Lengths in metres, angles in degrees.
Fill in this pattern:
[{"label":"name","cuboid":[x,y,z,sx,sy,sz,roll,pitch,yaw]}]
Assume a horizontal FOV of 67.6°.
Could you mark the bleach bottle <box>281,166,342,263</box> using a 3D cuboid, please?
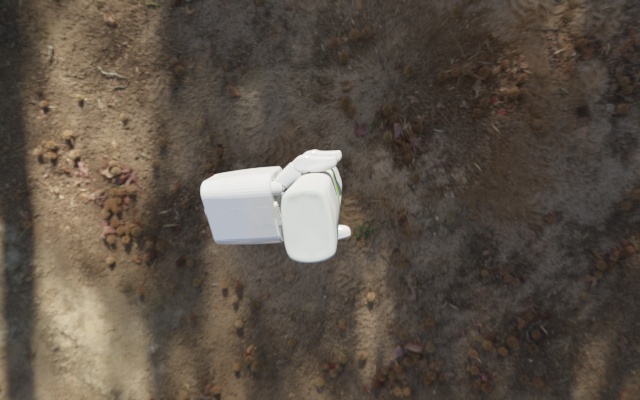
[{"label":"bleach bottle","cuboid":[0.000,0.002,0.713,0.068,0.102,0.250,-5,12,9]}]
